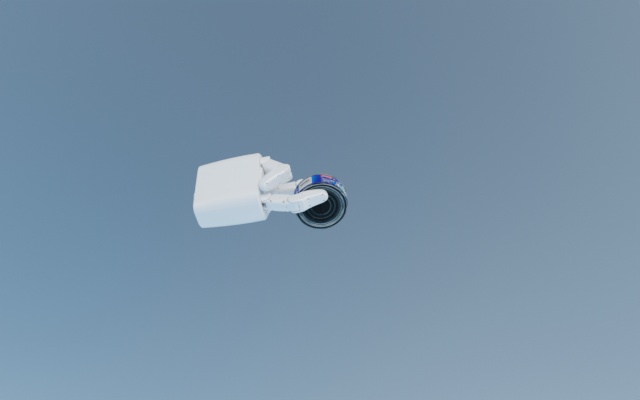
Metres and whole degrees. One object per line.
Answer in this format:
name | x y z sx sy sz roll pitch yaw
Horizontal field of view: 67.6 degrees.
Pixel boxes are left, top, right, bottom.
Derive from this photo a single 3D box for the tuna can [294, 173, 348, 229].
tuna can | 0.000 0.003 0.756 0.086 0.086 0.033 0 29 -4
